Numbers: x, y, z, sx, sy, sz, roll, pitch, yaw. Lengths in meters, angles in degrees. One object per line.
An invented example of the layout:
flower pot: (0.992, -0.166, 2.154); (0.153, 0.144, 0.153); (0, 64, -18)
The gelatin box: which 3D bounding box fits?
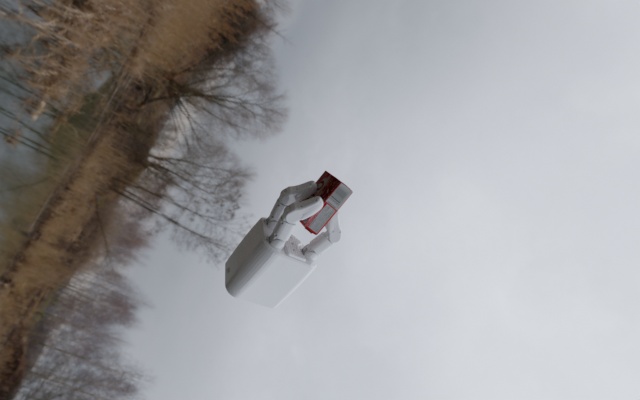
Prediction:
gelatin box: (0.001, 0.002, 0.739); (0.030, 0.089, 0.073); (40, 1, -25)
